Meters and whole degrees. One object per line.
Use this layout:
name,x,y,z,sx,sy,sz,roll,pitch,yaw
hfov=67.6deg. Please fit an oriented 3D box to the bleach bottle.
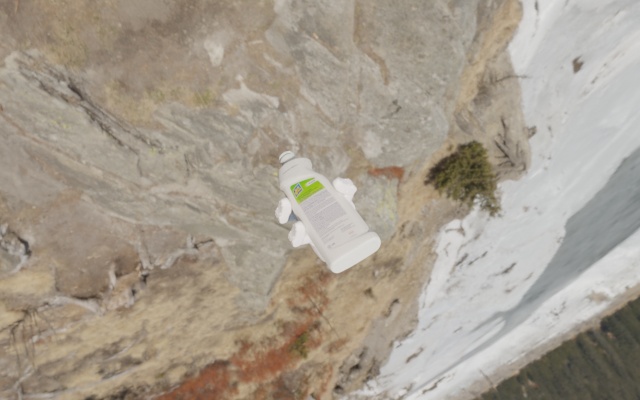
bleach bottle,0.000,0.003,0.866,0.102,0.250,0.068,-30,-28,-4
